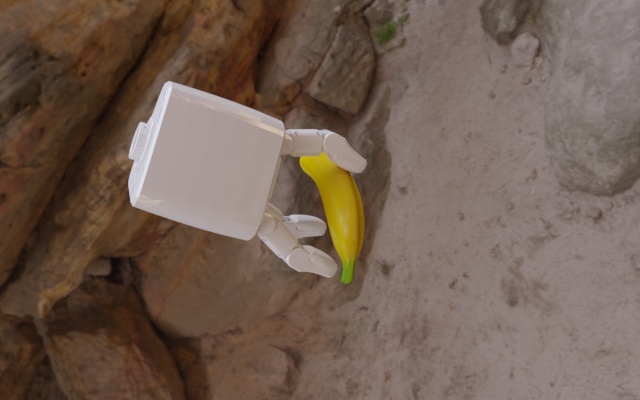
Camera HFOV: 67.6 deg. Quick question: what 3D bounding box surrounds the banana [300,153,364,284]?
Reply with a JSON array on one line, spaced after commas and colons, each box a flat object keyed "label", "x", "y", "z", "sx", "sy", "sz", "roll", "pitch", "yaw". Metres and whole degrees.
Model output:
[{"label": "banana", "x": 0.009, "y": -0.010, "z": 0.504, "sx": 0.037, "sy": 0.070, "sz": 0.197, "roll": 14, "pitch": 36, "yaw": -26}]
